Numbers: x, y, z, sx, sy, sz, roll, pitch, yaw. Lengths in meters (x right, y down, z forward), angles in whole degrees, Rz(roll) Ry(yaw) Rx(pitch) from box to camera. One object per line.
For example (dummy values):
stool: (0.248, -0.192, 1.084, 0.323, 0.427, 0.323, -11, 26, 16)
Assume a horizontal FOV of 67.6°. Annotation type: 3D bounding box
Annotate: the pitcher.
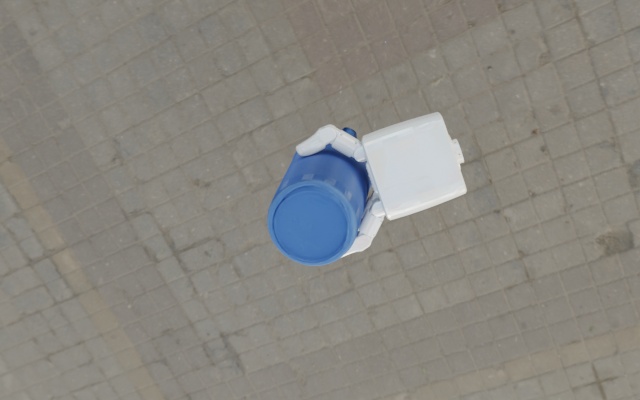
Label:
pitcher: (0.000, 0.002, 0.664, 0.145, 0.149, 0.242, -18, 15, 13)
